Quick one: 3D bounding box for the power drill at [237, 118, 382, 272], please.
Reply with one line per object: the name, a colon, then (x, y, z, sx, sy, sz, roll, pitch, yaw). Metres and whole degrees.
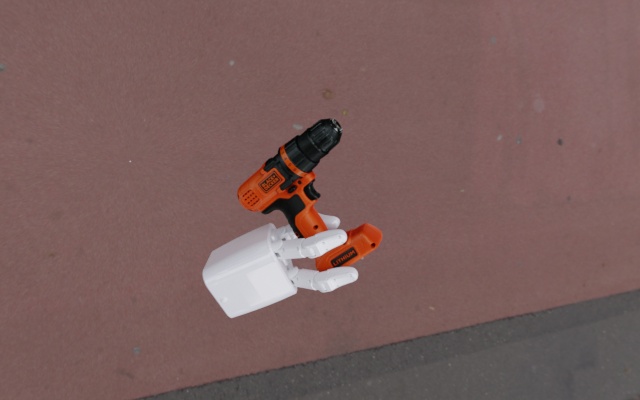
power drill: (0.000, 0.003, 0.664, 0.184, 0.187, 0.057, -37, 7, 27)
